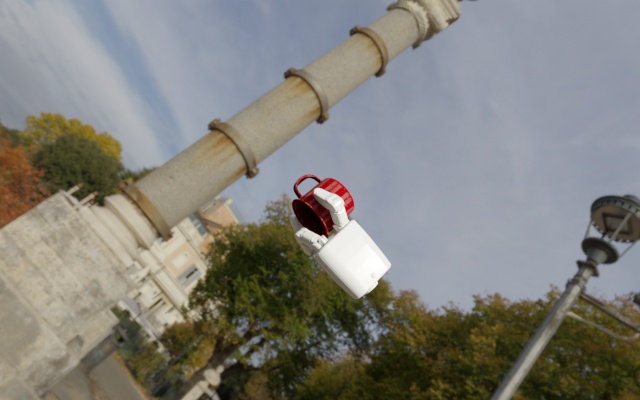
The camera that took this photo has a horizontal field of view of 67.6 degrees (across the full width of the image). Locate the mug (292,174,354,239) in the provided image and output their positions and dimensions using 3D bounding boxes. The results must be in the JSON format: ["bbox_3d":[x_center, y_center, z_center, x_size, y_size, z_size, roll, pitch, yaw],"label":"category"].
[{"bbox_3d":[-0.001,0.002,0.879,0.081,0.117,0.093,-40,-1,-24],"label":"mug"}]
